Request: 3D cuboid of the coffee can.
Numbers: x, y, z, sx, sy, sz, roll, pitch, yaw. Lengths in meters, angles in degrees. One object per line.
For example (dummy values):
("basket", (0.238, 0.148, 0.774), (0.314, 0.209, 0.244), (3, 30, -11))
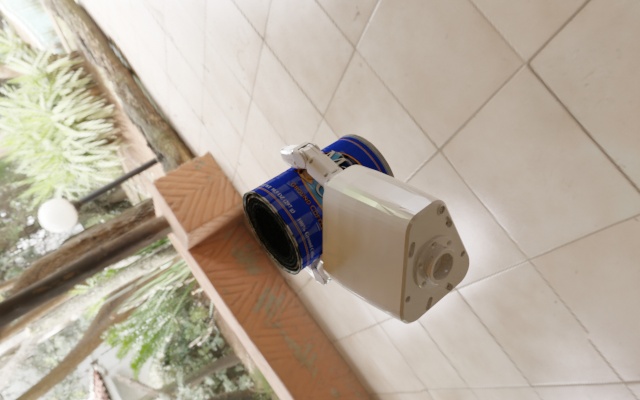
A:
("coffee can", (0.000, 0.002, 0.533), (0.140, 0.103, 0.103), (-33, 15, -25))
